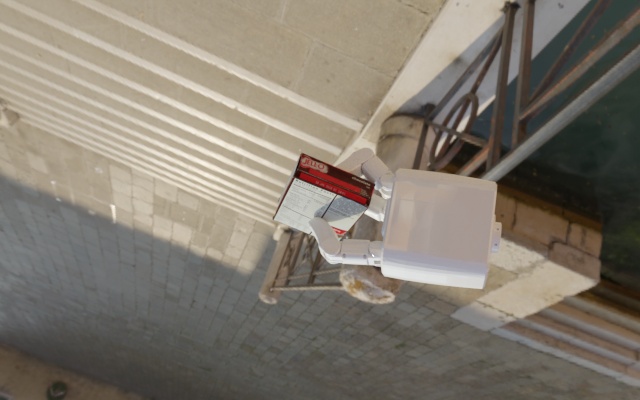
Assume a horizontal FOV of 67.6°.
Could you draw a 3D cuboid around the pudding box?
[{"bbox_3d":[0.000,0.002,0.555,0.090,0.039,0.113,23,-34,-7],"label":"pudding box"}]
